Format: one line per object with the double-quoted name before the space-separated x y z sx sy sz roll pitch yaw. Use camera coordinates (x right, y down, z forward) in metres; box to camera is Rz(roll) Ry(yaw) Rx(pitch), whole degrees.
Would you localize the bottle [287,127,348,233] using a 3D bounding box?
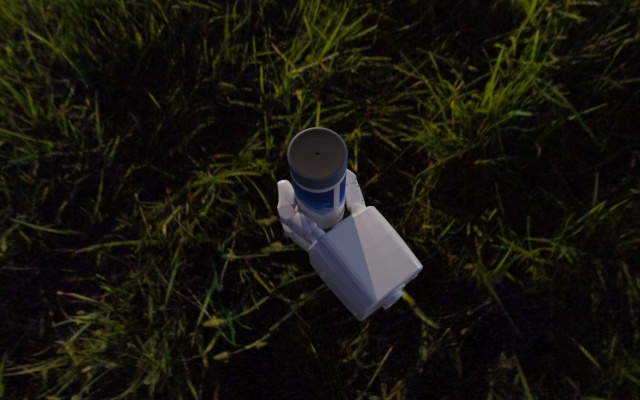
"bottle" 0.000 0.002 0.661 0.069 0.069 0.296 0 -21 1
